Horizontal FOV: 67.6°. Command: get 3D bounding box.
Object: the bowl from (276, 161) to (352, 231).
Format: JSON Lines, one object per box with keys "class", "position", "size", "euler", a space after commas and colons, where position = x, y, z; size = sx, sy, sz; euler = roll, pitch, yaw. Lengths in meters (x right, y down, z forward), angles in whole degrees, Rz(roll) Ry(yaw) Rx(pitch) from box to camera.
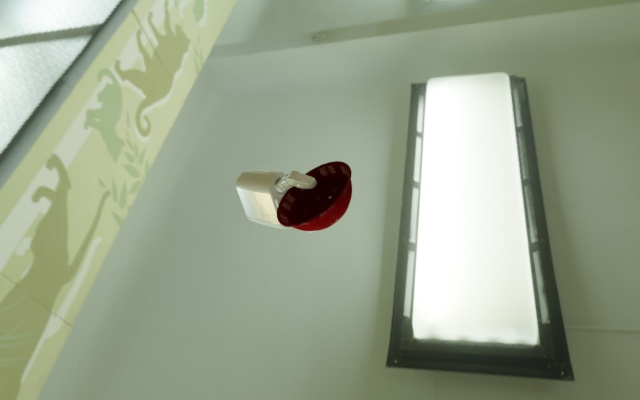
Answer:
{"class": "bowl", "position": [0.001, 0.003, 0.867], "size": [0.162, 0.162, 0.055], "euler": [0, -43, 49]}
